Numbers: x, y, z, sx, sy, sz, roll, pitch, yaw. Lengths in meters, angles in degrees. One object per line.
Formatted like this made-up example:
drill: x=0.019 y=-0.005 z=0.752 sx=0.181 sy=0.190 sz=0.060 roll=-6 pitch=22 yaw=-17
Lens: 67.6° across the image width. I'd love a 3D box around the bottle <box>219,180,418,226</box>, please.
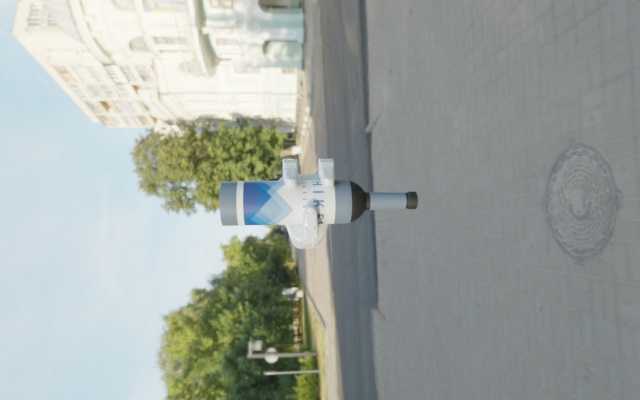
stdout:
bottle: x=0.000 y=0.002 z=0.724 sx=0.296 sy=0.069 sz=0.069 roll=-1 pitch=0 yaw=-5
